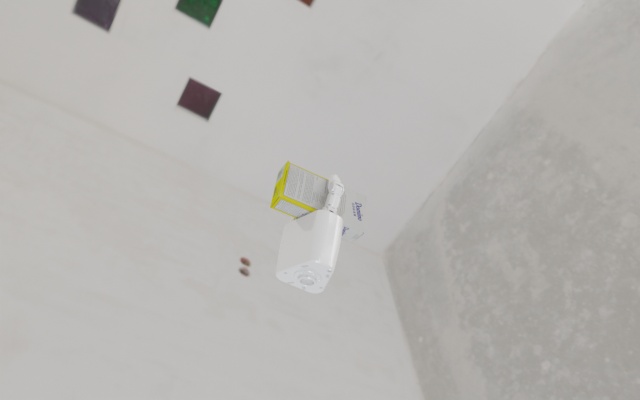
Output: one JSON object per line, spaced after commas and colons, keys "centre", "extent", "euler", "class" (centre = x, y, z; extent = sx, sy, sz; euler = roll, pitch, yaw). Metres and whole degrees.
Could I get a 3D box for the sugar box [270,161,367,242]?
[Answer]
{"centre": [0.000, 0.003, 0.891], "extent": [0.176, 0.093, 0.048], "euler": [26, -42, -19], "class": "sugar box"}
